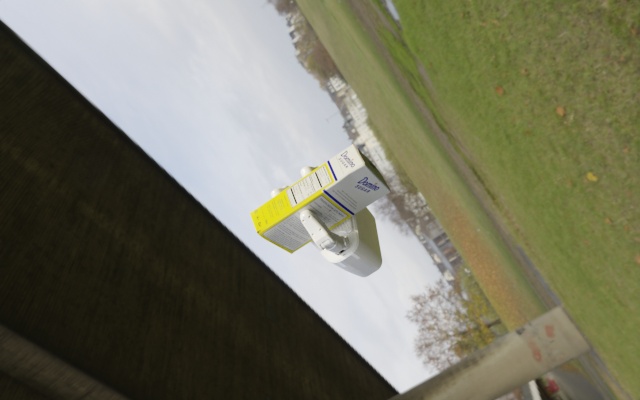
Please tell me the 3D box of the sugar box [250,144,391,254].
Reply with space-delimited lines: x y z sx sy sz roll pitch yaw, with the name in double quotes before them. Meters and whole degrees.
"sugar box" 0.000 0.002 0.663 0.176 0.048 0.093 -34 -35 13
